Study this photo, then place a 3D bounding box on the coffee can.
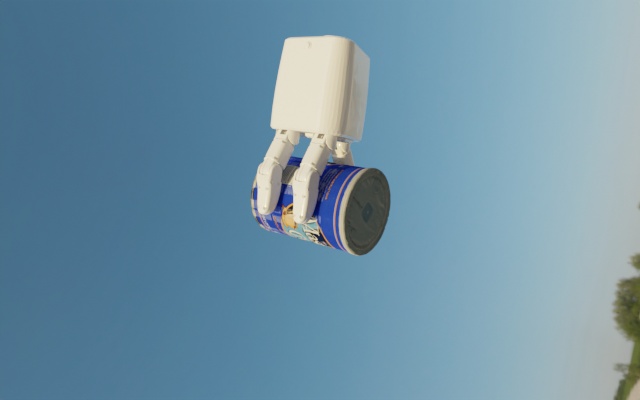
[{"bbox_3d":[0.000,0.002,0.588,0.140,0.103,0.103,12,7,35],"label":"coffee can"}]
